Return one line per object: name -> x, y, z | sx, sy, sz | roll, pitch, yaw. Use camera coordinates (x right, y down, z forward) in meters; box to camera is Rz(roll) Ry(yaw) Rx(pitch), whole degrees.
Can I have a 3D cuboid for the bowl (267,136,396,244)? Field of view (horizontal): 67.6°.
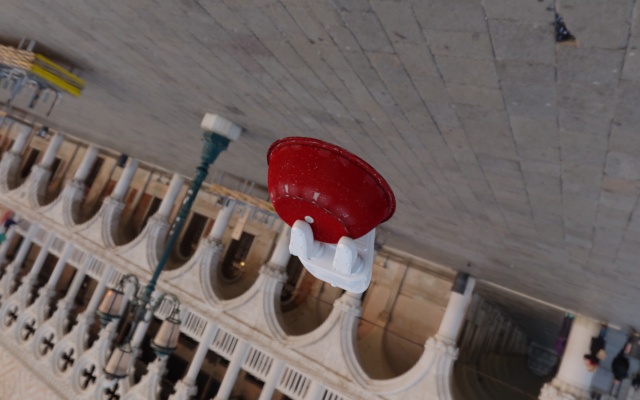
bowl -> 0.000, 0.001, 0.537 | 0.162, 0.055, 0.162 | 22, -27, 12
